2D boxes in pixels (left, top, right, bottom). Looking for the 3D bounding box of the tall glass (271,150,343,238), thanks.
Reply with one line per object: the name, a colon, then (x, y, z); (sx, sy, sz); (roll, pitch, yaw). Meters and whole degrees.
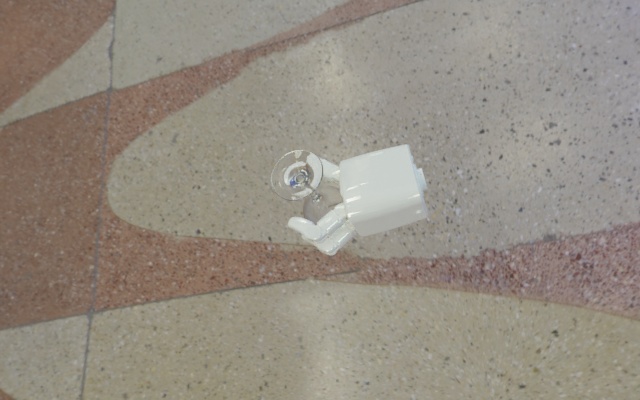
tall glass: (0.000, 0.002, 0.719); (0.079, 0.079, 0.201); (0, -22, 20)
